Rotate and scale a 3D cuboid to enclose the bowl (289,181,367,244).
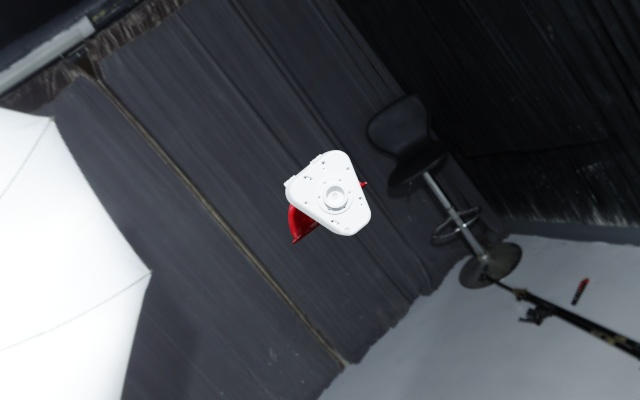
[{"bbox_3d":[0.000,0.003,0.808,0.162,0.055,0.162,-39,-5,-4],"label":"bowl"}]
